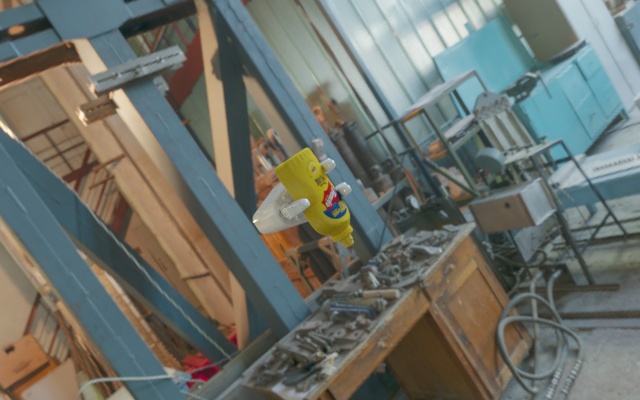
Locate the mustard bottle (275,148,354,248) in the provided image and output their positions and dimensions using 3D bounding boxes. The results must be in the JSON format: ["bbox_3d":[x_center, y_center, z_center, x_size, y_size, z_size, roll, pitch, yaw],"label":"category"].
[{"bbox_3d":[0.000,0.002,0.858,0.058,0.191,0.096,-30,7,31],"label":"mustard bottle"}]
